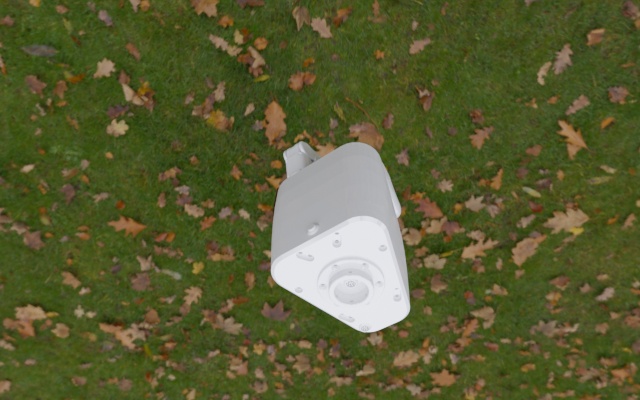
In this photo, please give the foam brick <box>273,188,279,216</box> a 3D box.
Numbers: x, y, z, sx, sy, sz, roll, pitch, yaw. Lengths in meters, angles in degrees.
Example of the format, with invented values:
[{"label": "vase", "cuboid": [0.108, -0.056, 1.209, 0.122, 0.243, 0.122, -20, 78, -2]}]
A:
[{"label": "foam brick", "cuboid": [0.000, 0.002, 0.466, 0.078, 0.053, 0.051, -29, 29, 19]}]
